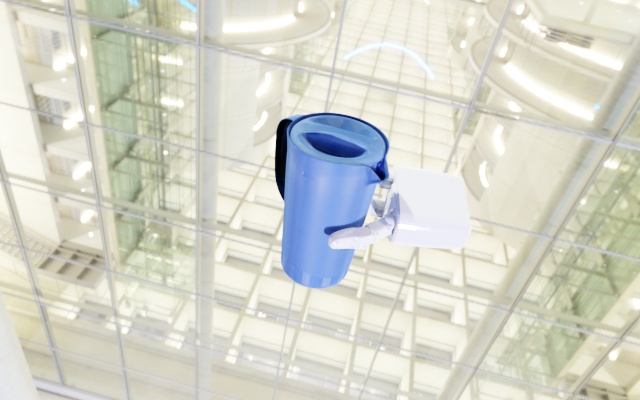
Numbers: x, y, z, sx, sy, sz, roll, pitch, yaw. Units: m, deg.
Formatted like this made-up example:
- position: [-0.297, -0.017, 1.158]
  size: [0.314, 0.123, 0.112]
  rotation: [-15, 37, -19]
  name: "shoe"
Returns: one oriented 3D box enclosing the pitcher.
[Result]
- position: [0.000, 0.002, 0.684]
  size: [0.145, 0.243, 0.149]
  rotation: [5, 37, -7]
  name: "pitcher"
